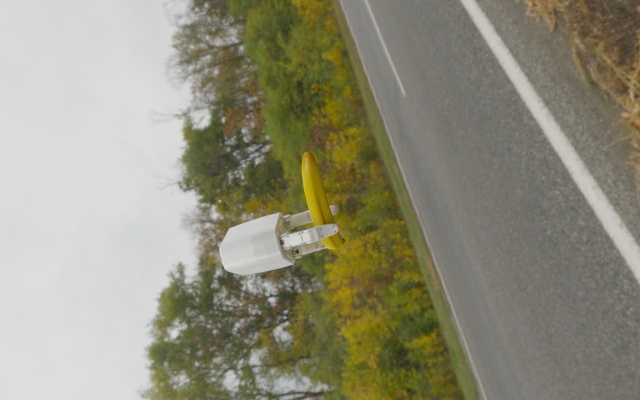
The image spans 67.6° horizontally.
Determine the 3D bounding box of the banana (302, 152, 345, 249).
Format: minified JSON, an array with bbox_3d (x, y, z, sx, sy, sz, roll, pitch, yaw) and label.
[{"bbox_3d":[0.001,0.014,0.832,0.037,0.198,0.069,-15,26,8],"label":"banana"}]
